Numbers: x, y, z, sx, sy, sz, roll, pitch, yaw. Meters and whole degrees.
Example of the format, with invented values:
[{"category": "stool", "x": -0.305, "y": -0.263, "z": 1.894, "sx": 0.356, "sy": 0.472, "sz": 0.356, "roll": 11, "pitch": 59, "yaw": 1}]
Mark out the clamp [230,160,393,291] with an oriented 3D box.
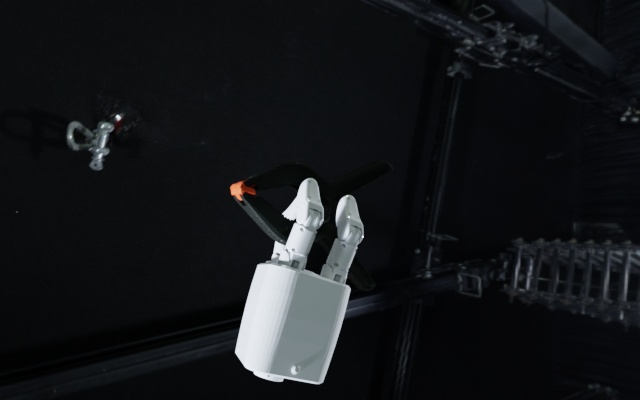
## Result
[{"category": "clamp", "x": -0.001, "y": 0.002, "z": 0.555, "sx": 0.210, "sy": 0.164, "sz": 0.036, "roll": 23, "pitch": -15, "yaw": -30}]
